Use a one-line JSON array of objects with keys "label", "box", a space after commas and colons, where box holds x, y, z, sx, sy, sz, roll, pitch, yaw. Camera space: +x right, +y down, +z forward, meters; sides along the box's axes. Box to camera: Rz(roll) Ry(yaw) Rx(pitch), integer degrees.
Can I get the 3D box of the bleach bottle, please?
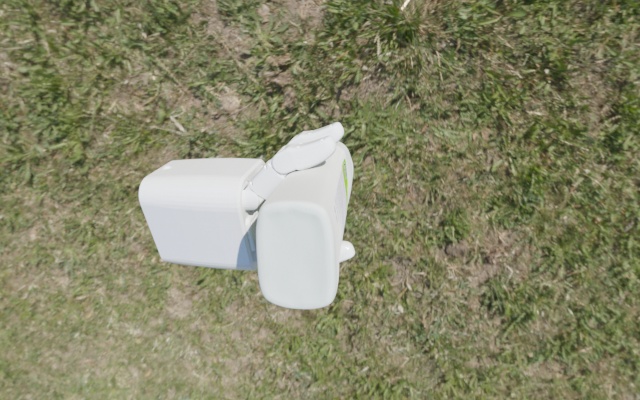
[{"label": "bleach bottle", "box": [0.000, 0.002, 0.497, 0.068, 0.103, 0.250, 2, 21, 9]}]
